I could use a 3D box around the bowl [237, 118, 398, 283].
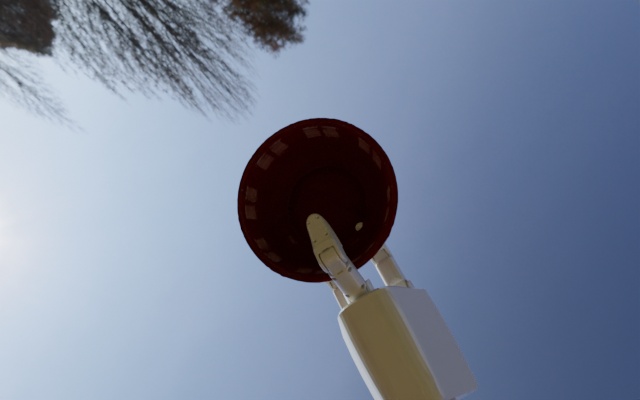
[{"bbox_3d":[0.000,0.000,0.485,0.162,0.162,0.055,0,-9,15],"label":"bowl"}]
